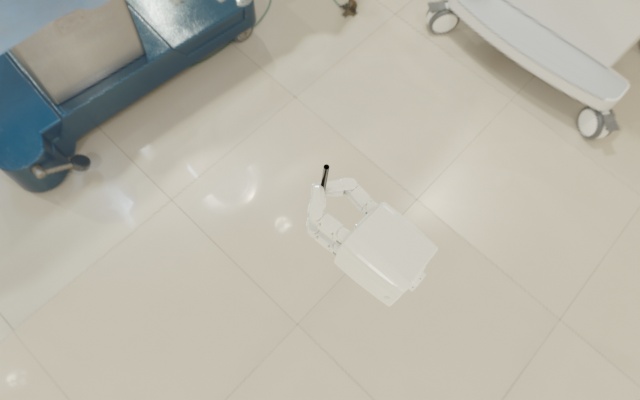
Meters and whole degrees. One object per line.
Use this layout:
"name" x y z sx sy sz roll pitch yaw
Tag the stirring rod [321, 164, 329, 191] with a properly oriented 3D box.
"stirring rod" 0.000 0.002 0.747 0.011 0.011 0.240 0 -23 -4
